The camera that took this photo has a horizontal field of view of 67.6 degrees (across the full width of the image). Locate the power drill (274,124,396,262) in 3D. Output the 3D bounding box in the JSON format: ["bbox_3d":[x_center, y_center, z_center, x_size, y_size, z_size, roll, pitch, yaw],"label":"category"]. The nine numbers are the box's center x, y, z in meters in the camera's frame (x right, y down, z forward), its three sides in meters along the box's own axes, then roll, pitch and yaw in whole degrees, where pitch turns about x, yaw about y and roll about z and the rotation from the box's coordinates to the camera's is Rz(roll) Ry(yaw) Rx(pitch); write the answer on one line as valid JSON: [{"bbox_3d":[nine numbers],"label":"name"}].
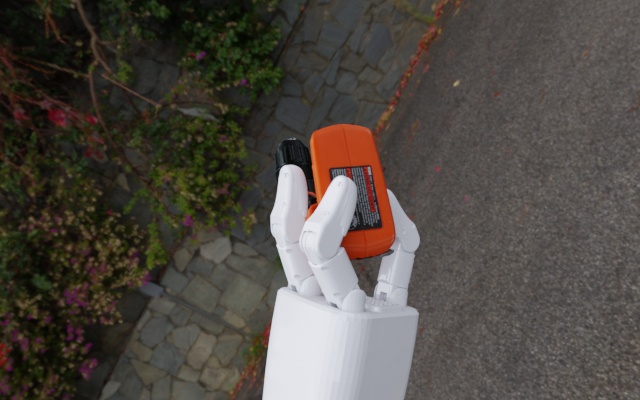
[{"bbox_3d":[0.000,0.002,0.446,0.057,0.184,0.188,-8,-14,-16],"label":"power drill"}]
